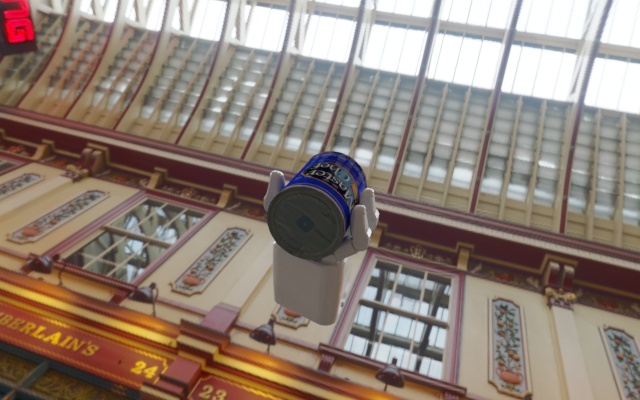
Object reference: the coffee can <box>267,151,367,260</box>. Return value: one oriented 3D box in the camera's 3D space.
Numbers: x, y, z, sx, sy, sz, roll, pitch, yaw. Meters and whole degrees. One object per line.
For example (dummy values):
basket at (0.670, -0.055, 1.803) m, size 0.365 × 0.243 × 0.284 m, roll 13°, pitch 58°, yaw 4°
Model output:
coffee can at (0.000, 0.002, 0.656) m, size 0.103 × 0.103 × 0.140 m, roll 0°, pitch 24°, yaw 18°
